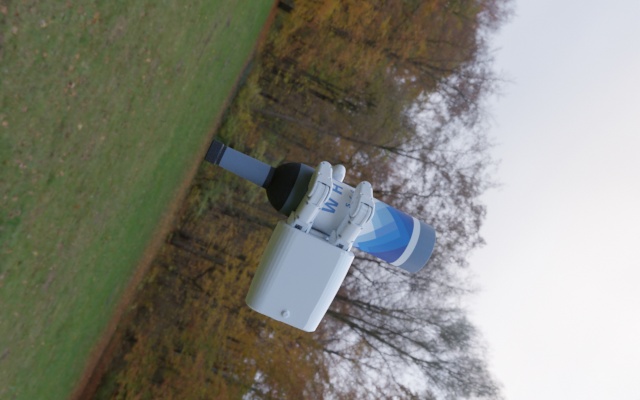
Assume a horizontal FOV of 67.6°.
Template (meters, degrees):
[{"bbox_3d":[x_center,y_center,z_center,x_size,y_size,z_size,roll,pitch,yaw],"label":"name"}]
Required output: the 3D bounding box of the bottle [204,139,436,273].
[{"bbox_3d":[0.000,0.002,0.587,0.296,0.069,0.069,25,-6,-12],"label":"bottle"}]
